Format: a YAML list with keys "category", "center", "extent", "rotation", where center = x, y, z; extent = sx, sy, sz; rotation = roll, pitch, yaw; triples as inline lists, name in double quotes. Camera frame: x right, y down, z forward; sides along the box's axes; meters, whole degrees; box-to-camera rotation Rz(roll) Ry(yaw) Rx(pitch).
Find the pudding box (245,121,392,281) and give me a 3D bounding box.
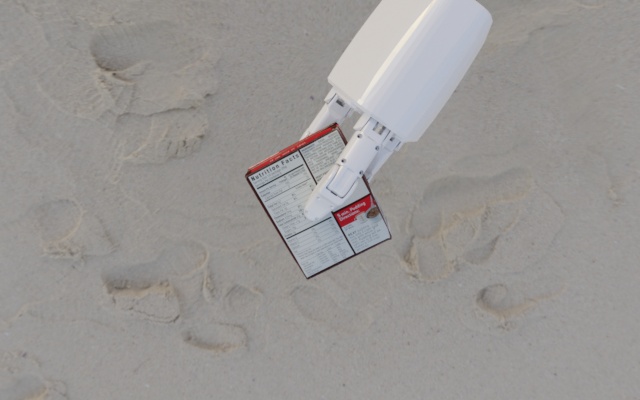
- category: "pudding box"
  center: [0.000, 0.001, 0.420]
  extent: [0.090, 0.113, 0.039]
  rotation: [-27, 13, 7]
